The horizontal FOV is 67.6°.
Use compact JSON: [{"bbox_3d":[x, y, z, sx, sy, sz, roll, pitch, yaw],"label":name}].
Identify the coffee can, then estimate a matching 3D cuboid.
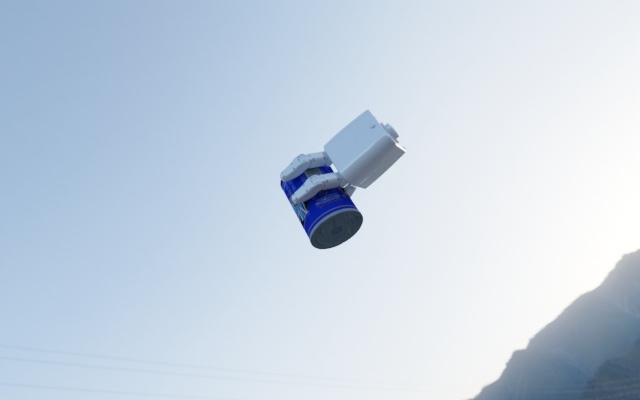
[{"bbox_3d":[0.000,0.003,0.865,0.103,0.140,0.103,-20,-35,-15],"label":"coffee can"}]
